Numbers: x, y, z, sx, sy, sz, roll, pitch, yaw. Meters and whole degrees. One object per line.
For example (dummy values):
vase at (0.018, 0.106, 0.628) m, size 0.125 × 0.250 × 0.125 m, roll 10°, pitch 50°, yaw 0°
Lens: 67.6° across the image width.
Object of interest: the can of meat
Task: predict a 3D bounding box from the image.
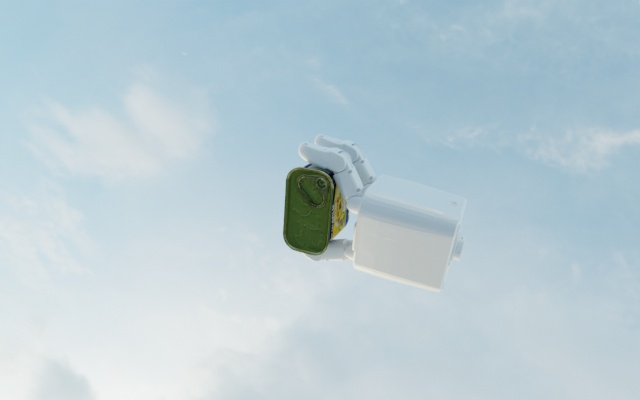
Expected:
can of meat at (0.000, 0.002, 0.573) m, size 0.057 × 0.102 × 0.084 m, roll 11°, pitch 21°, yaw 19°
